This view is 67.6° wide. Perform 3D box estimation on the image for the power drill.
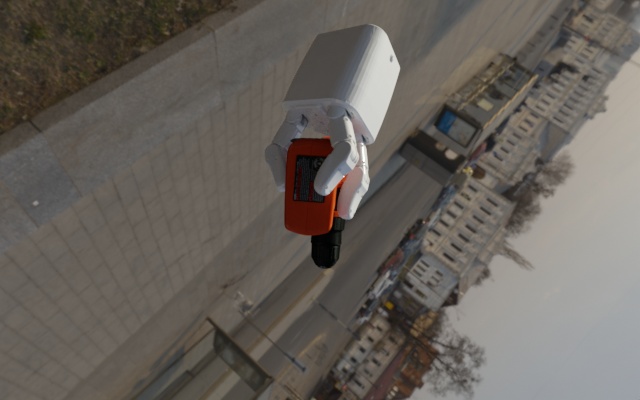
[{"bbox_3d":[0.000,0.002,0.599,0.057,0.184,0.187,2,-1,7],"label":"power drill"}]
